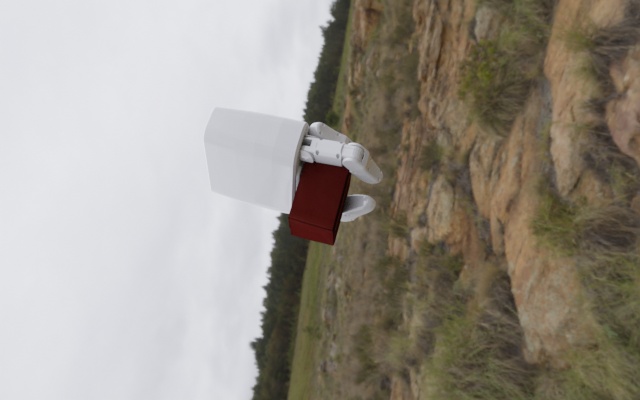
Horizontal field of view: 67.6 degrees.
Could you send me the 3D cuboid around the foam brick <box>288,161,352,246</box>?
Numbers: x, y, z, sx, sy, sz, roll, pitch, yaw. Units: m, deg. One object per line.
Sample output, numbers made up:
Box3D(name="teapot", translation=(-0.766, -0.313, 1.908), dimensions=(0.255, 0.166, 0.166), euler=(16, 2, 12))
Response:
Box3D(name="foam brick", translation=(0.000, 0.002, 0.522), dimensions=(0.051, 0.078, 0.053), euler=(14, -23, 5))
